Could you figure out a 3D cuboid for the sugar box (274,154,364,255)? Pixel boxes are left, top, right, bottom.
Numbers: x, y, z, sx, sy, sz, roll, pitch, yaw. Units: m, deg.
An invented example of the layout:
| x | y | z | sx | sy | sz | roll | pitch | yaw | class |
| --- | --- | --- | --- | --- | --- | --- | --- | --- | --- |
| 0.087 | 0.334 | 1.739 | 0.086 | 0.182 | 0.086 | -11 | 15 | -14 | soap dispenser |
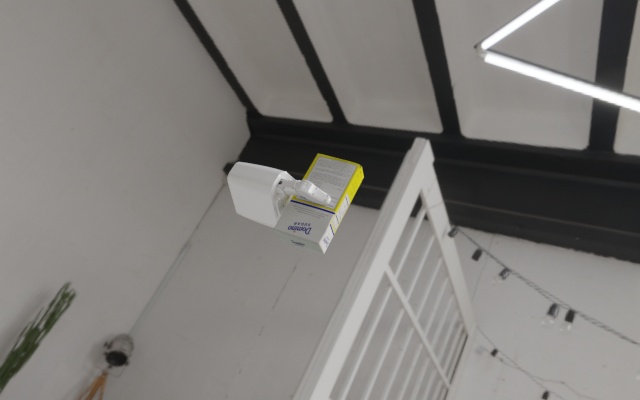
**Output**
| x | y | z | sx | sy | sz | roll | pitch | yaw | class |
| --- | --- | --- | --- | --- | --- | --- | --- | --- | --- |
| 0.000 | 0.003 | 0.851 | 0.093 | 0.176 | 0.048 | 17 | -27 | 25 | sugar box |
